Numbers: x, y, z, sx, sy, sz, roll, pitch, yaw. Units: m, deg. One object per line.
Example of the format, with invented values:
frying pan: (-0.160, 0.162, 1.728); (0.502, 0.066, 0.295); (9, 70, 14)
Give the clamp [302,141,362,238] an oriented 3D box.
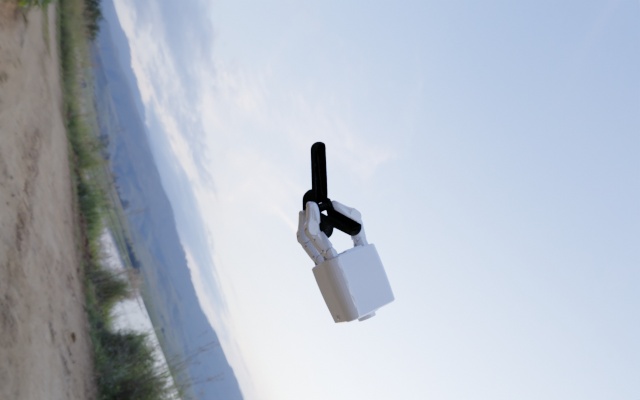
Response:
clamp: (0.001, 0.003, 0.829); (0.036, 0.164, 0.210); (-16, -11, -21)
